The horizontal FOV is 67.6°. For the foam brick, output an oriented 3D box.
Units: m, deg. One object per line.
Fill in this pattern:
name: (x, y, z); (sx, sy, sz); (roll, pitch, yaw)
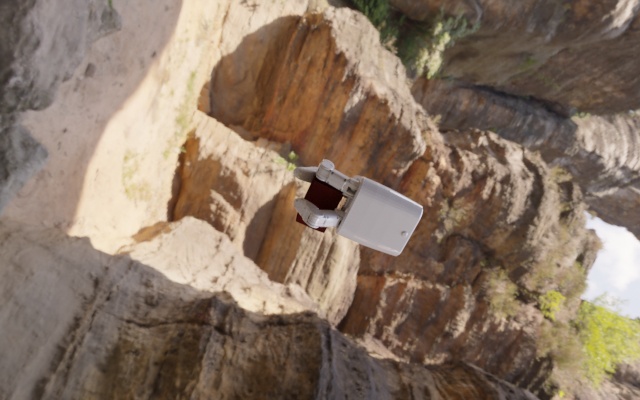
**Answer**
foam brick: (0.000, 0.003, 0.760); (0.051, 0.078, 0.053); (24, 20, -6)
